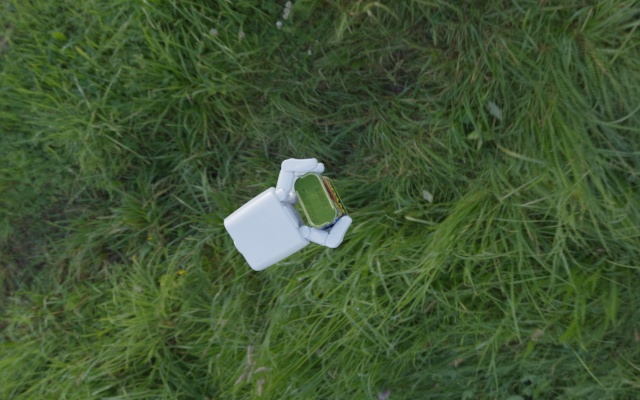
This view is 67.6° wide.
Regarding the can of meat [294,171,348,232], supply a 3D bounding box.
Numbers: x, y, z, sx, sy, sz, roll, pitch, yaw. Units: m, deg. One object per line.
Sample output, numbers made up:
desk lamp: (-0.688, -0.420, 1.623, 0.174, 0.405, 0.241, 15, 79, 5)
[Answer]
can of meat: (0.000, 0.003, 0.836, 0.057, 0.102, 0.084, -28, -12, 10)
